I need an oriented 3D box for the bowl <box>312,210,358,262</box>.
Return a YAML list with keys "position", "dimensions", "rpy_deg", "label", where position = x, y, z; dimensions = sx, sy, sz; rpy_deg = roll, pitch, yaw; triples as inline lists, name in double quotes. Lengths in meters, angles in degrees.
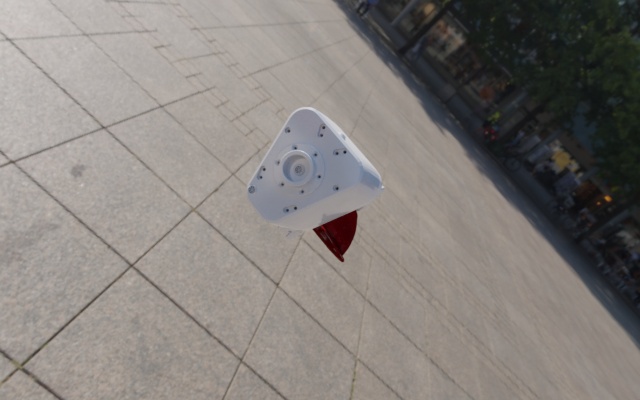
- position: [0.000, 0.002, 0.632]
  dimensions: [0.055, 0.162, 0.162]
  rpy_deg: [-38, 5, -6]
  label: "bowl"
